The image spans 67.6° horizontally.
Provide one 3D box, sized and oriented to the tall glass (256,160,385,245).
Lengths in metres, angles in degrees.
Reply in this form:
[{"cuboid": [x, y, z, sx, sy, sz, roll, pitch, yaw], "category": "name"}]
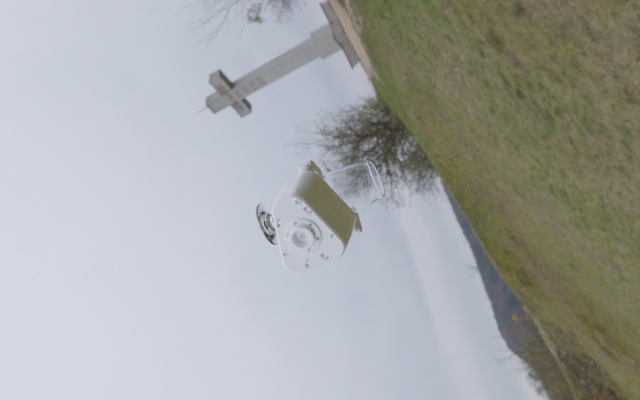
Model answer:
[{"cuboid": [0.000, 0.003, 0.769, 0.201, 0.079, 0.079, -23, -7, 16], "category": "tall glass"}]
